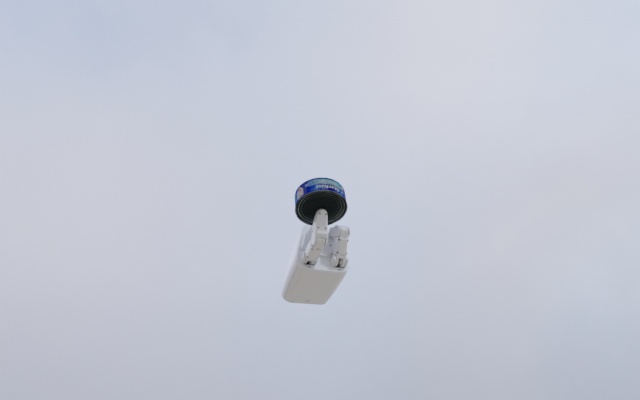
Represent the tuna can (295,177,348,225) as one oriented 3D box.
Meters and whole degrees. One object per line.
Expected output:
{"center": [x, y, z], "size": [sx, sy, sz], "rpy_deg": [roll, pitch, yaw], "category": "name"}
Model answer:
{"center": [0.000, 0.002, 0.783], "size": [0.086, 0.033, 0.086], "rpy_deg": [-3, -43, -3], "category": "tuna can"}
